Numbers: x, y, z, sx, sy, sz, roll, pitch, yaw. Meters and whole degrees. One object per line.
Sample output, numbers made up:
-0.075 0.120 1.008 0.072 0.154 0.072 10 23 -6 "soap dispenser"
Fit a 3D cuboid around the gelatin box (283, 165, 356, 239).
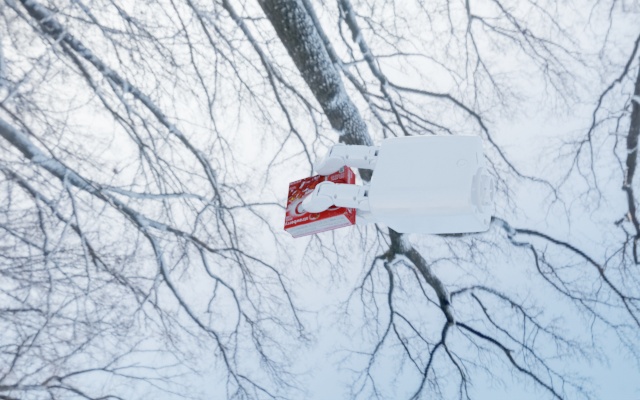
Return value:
0.000 0.002 0.595 0.089 0.073 0.030 -15 -39 26 "gelatin box"
